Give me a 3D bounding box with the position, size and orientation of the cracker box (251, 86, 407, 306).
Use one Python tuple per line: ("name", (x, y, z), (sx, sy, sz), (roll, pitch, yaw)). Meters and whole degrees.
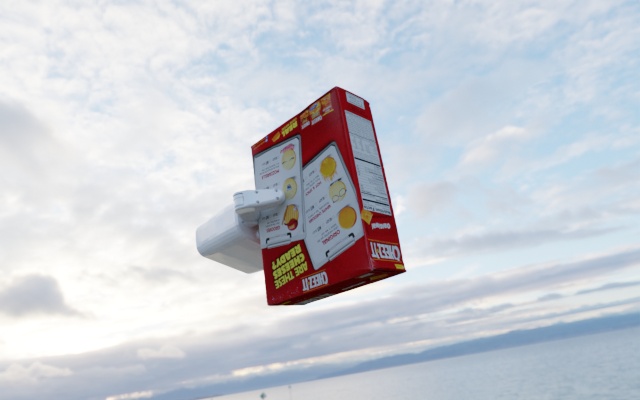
("cracker box", (0.000, 0.002, 0.565), (0.072, 0.213, 0.164), (11, -28, -44))
